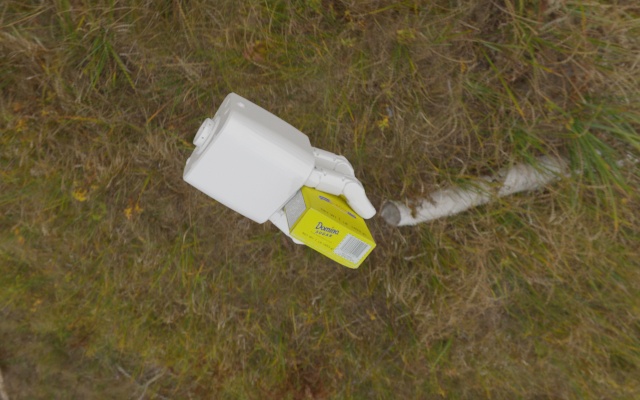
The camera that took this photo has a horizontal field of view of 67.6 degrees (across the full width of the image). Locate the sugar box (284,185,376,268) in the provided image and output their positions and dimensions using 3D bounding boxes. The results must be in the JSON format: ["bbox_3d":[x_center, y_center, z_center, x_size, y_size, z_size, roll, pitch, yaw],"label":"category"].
[{"bbox_3d":[0.000,0.001,0.579,0.093,0.048,0.176,31,20,-24],"label":"sugar box"}]
